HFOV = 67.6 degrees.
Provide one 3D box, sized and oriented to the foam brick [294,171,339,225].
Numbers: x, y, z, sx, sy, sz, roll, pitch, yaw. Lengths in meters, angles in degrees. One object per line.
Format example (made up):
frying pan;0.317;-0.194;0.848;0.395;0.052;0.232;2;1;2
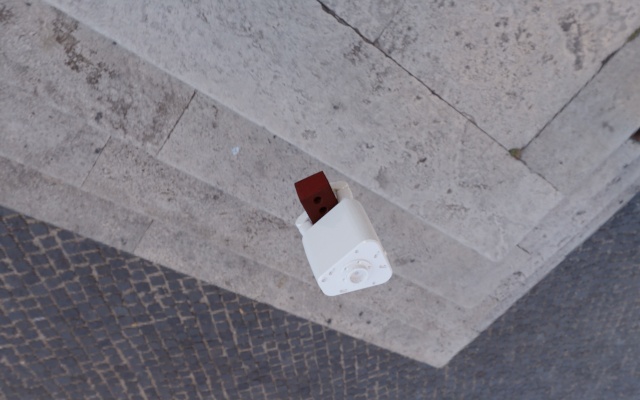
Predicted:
foam brick;0.000;0.002;0.766;0.053;0.078;0.051;-26;35;4
